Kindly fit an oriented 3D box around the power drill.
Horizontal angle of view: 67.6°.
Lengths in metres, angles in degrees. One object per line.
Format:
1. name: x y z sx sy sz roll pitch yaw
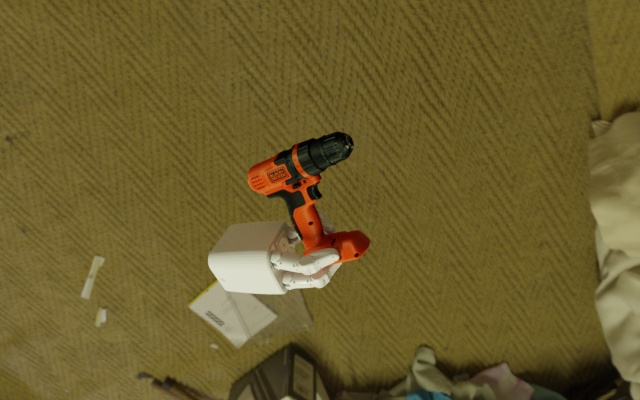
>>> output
1. power drill: 0.000 0.003 0.707 0.184 0.188 0.057 -18 16 35
